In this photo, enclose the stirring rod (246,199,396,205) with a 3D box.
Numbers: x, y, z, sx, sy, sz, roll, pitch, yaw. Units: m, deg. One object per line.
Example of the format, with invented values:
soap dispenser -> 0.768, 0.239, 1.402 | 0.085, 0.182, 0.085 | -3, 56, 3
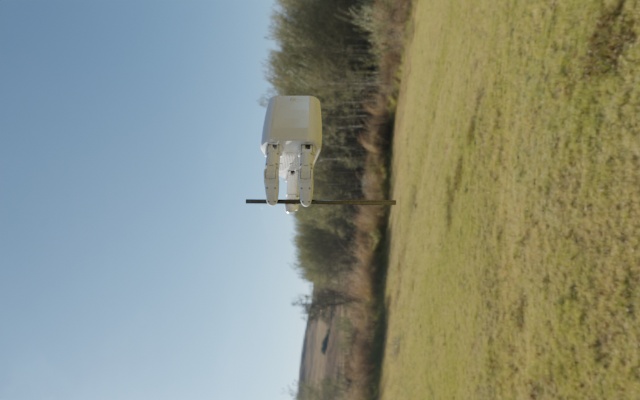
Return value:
stirring rod -> 0.000, 0.002, 0.767 | 0.239, 0.011, 0.011 | 0, 0, 2
